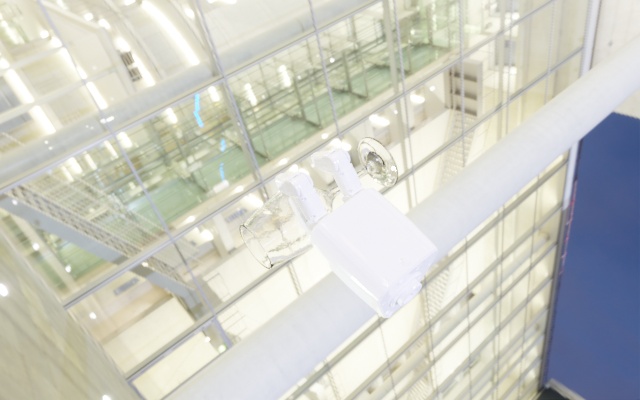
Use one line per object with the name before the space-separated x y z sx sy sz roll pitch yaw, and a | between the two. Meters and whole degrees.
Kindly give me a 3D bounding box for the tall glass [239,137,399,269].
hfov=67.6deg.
tall glass | 0.001 0.002 0.586 0.201 0.079 0.079 -34 15 -23
